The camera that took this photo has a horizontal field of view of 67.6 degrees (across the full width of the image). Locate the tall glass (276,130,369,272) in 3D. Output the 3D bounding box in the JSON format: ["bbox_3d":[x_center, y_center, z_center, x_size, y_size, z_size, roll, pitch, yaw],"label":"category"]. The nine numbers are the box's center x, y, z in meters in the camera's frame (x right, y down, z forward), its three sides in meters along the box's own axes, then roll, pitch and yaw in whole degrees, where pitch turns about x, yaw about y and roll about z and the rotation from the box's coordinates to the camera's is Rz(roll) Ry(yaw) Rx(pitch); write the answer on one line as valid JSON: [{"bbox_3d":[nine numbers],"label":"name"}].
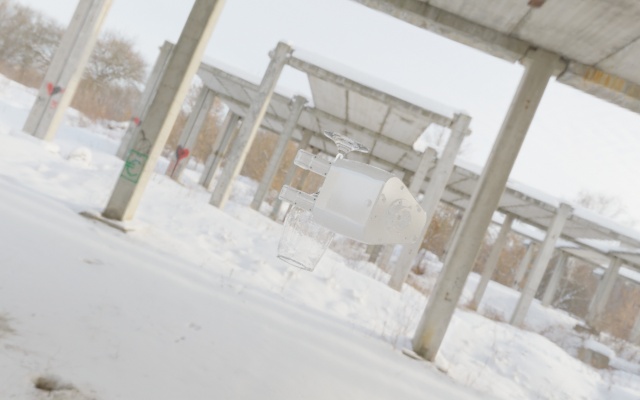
[{"bbox_3d":[0.000,0.002,0.713,0.079,0.201,0.079,23,-1,1],"label":"tall glass"}]
